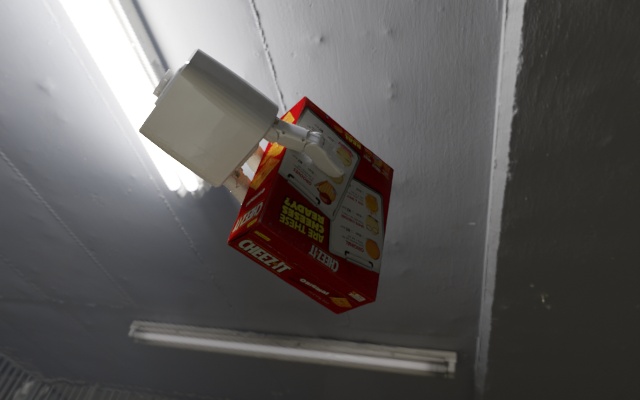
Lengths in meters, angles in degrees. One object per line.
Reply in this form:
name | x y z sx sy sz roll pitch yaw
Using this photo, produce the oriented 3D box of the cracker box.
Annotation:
cracker box | 0.000 0.002 0.574 0.164 0.213 0.072 37 -46 -22
